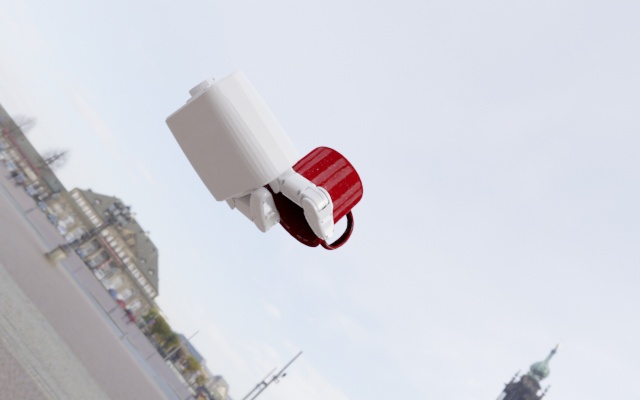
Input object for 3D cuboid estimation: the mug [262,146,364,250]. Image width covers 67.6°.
[{"bbox_3d":[0.001,0.003,0.542,0.081,0.117,0.093,-40,19,-24],"label":"mug"}]
